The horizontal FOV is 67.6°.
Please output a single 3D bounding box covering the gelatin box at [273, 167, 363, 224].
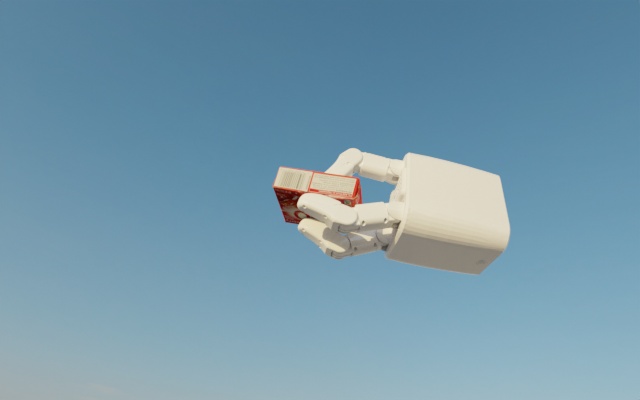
[{"bbox_3d":[0.000,0.001,0.510,0.089,0.030,0.073,9,-30,14],"label":"gelatin box"}]
